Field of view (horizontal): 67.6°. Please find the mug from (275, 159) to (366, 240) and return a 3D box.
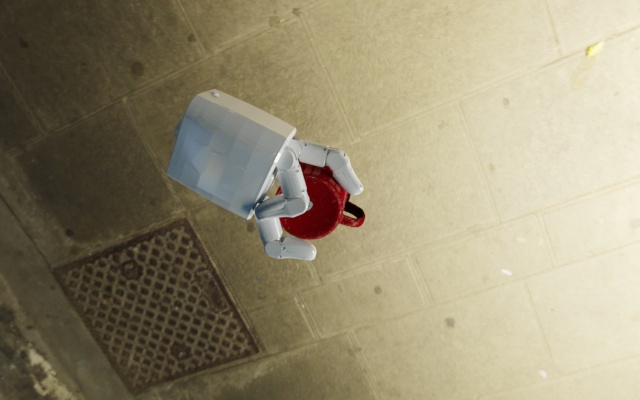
[{"bbox_3d":[0.001,0.003,0.581,0.117,0.093,0.081,27,20,-3],"label":"mug"}]
